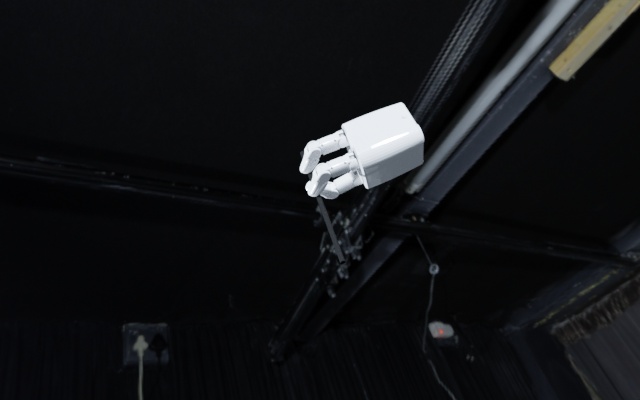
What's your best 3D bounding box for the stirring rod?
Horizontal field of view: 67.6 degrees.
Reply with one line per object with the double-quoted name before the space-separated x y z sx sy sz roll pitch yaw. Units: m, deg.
"stirring rod" 0.000 0.003 0.762 0.011 0.239 0.011 -12 -41 -10
